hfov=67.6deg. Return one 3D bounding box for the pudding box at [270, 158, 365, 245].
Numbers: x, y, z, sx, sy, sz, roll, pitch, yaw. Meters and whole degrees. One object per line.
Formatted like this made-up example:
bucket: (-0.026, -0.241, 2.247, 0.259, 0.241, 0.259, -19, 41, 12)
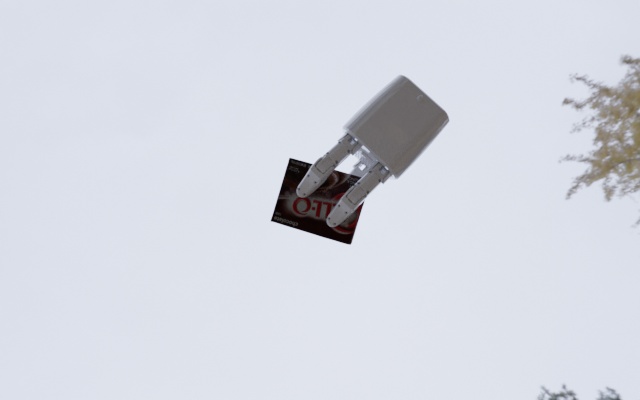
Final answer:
pudding box: (0.000, 0.002, 0.640, 0.113, 0.090, 0.039, 16, -5, 7)
